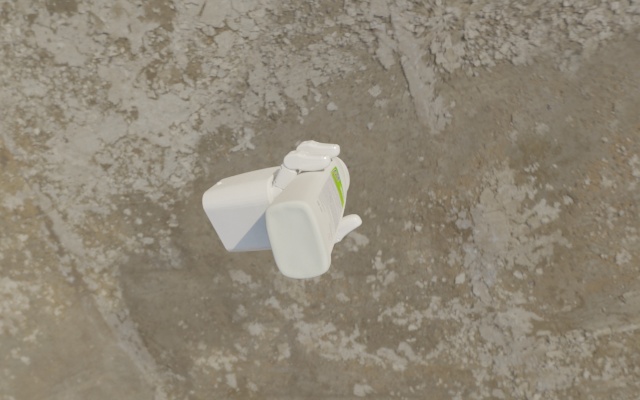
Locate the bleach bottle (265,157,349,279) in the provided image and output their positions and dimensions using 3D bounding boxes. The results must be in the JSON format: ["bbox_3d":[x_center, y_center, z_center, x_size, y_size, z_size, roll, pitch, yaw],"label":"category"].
[{"bbox_3d":[0.000,0.002,0.656,0.068,0.102,0.250,-9,18,17],"label":"bleach bottle"}]
